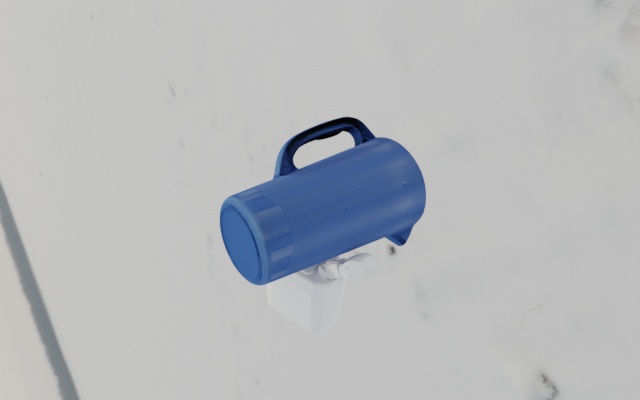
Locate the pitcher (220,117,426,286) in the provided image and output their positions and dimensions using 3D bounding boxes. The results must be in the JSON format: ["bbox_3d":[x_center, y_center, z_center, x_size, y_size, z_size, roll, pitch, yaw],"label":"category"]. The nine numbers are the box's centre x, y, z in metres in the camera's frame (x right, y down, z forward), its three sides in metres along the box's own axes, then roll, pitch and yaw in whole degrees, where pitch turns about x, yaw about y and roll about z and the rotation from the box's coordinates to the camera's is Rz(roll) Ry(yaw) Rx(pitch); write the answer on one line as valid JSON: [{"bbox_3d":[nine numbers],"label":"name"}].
[{"bbox_3d":[0.000,0.002,0.597,0.243,0.145,0.149,-21,46,-32],"label":"pitcher"}]
